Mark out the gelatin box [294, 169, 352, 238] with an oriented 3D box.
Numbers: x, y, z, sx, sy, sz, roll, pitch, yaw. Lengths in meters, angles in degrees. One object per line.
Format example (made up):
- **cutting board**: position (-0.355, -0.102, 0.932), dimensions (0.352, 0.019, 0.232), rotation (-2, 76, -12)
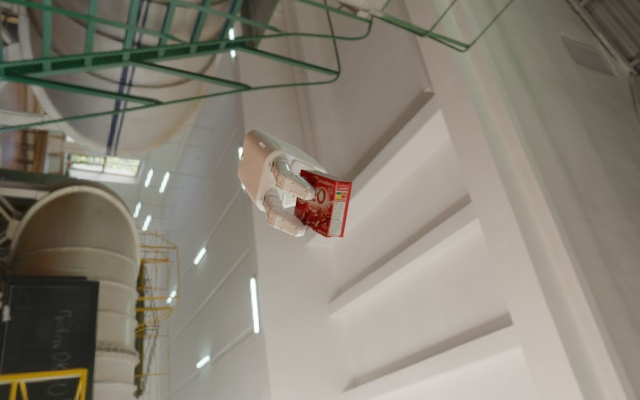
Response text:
- **gelatin box**: position (0.001, 0.002, 0.628), dimensions (0.030, 0.073, 0.089), rotation (2, 12, -34)
